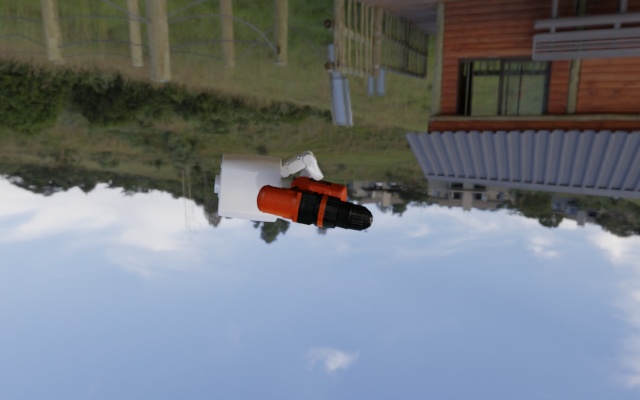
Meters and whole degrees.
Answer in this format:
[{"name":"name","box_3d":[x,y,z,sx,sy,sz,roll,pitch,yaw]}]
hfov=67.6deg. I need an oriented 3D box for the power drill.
[{"name":"power drill","box_3d":[0.000,0.003,0.811,0.184,0.057,0.187,13,8,6]}]
